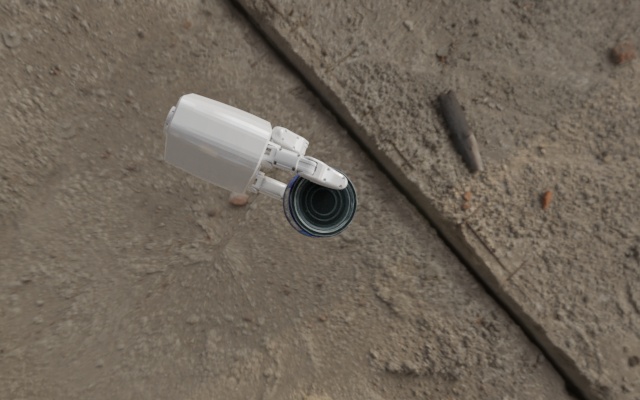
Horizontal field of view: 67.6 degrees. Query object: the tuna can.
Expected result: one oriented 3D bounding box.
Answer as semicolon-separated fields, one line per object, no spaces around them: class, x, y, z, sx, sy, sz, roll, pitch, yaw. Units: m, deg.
tuna can;0.000;0.002;0.571;0.086;0.086;0.034;0;-3;-17
